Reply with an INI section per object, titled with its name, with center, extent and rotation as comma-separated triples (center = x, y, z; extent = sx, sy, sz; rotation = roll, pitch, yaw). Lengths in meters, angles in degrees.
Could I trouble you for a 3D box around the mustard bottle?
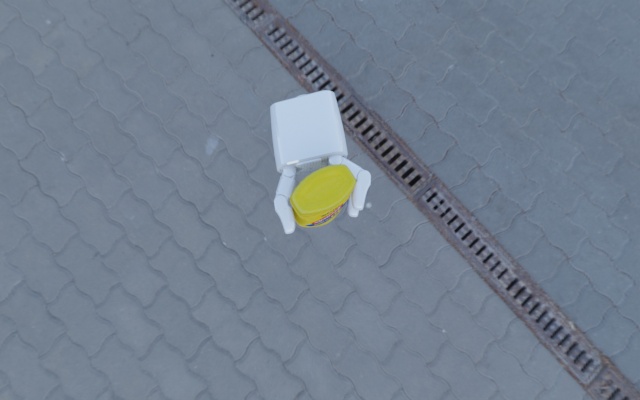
[mustard bottle]
center = 0.000, 0.003, 0.753
extent = 0.096, 0.058, 0.192
rotation = -33, -8, -9
